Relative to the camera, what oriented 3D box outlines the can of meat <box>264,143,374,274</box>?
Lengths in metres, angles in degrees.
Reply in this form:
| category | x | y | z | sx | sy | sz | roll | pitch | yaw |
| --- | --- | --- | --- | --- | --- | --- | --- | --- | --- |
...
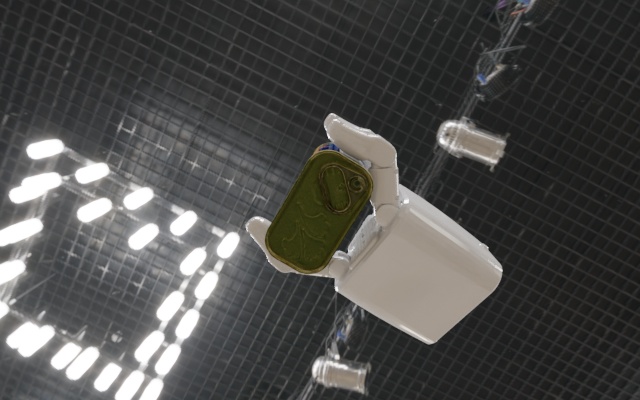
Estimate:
| category | x | y | z | sx | sy | sz | roll | pitch | yaw |
| --- | --- | --- | --- | --- | --- | --- | --- | --- | --- |
| can of meat | 0.000 | 0.001 | 0.419 | 0.057 | 0.102 | 0.084 | 30 | 13 | -4 |
